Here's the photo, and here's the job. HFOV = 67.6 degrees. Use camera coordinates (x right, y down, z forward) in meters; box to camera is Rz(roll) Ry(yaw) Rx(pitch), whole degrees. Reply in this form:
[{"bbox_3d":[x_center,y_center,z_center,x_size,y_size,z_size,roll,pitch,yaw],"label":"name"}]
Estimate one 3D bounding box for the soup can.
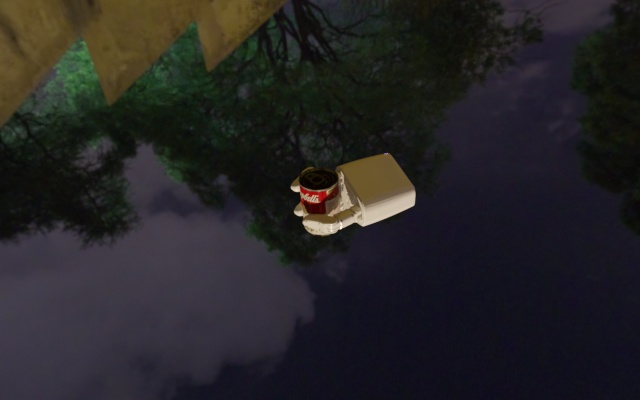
[{"bbox_3d":[0.000,0.003,0.829,0.068,0.102,0.068,-3,38,2],"label":"soup can"}]
